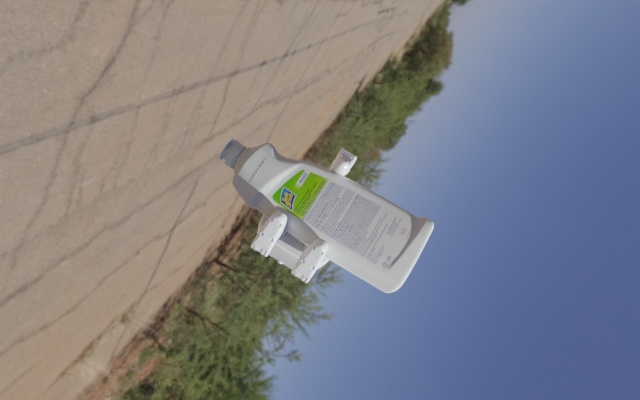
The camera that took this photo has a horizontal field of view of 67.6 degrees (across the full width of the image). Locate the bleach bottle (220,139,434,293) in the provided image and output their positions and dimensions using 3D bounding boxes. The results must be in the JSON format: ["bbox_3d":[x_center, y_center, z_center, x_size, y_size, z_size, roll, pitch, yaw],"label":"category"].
[{"bbox_3d":[0.000,0.002,0.559,0.251,0.102,0.068,33,-19,0],"label":"bleach bottle"}]
